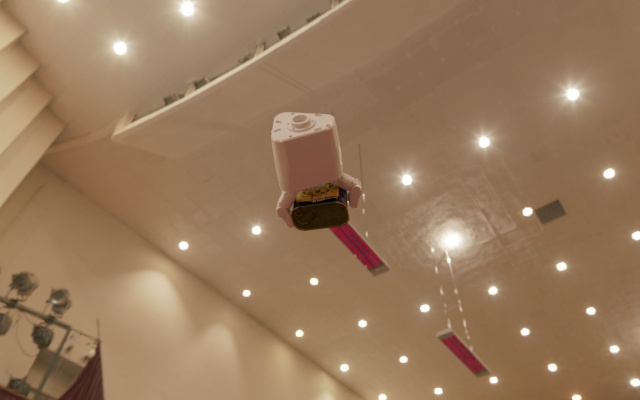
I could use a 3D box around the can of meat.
[{"bbox_3d":[0.000,0.003,0.873,0.102,0.057,0.083,-8,40,8],"label":"can of meat"}]
